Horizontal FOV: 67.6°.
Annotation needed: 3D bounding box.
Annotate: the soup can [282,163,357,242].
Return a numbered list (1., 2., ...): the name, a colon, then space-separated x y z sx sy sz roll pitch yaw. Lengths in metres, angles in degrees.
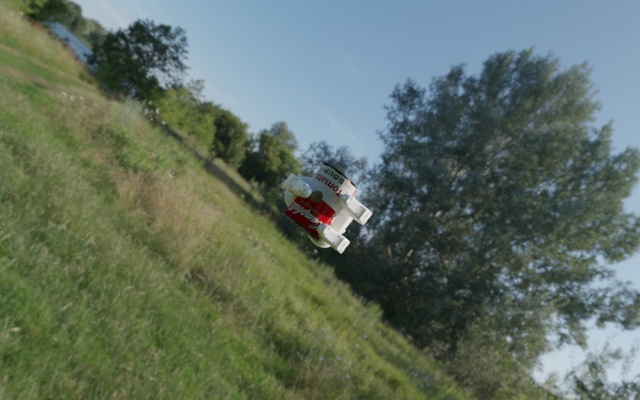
1. soup can: 0.000 0.002 0.723 0.068 0.102 0.068 38 -5 4
